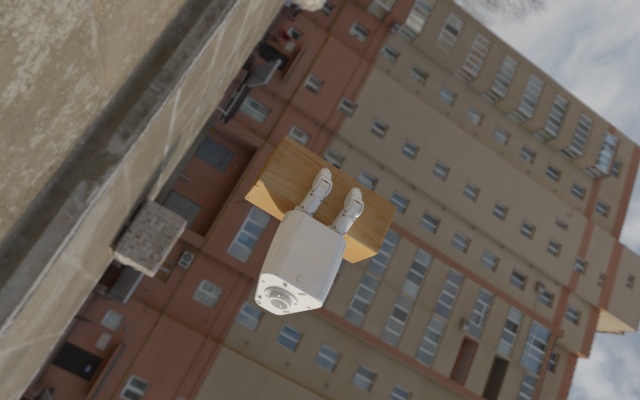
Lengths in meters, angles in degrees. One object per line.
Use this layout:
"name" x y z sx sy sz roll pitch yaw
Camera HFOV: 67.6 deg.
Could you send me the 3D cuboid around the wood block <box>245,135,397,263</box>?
"wood block" 0.000 0.003 0.742 0.206 0.090 0.091 32 -26 -11
